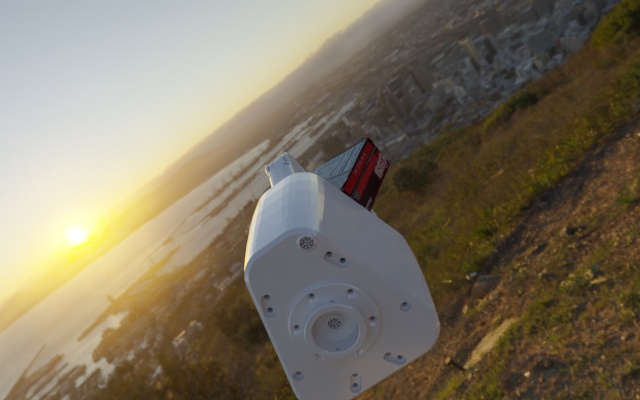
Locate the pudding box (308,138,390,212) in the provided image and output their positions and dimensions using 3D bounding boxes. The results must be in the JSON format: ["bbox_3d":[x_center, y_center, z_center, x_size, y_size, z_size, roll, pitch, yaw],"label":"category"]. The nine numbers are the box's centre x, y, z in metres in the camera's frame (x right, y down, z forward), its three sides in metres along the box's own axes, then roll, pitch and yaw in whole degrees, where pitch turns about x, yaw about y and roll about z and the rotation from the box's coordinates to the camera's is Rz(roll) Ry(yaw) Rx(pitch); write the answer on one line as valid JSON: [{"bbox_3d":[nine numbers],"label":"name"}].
[{"bbox_3d":[0.000,0.001,0.421,0.113,0.039,0.090,-26,21,35],"label":"pudding box"}]
